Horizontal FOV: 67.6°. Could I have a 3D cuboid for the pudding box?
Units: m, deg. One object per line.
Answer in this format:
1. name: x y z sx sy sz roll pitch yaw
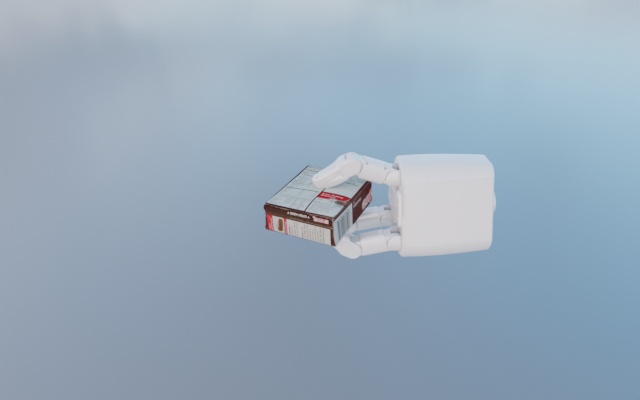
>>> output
1. pudding box: 0.000 0.002 0.561 0.090 0.039 0.113 11 31 24
